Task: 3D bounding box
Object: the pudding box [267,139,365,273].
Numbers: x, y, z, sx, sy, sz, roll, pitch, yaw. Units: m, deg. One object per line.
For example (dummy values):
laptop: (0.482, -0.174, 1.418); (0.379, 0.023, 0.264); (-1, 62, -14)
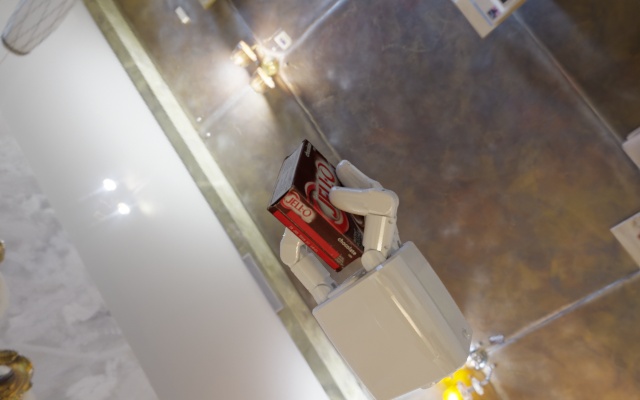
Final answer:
pudding box: (0.000, 0.002, 0.452); (0.039, 0.090, 0.113); (-39, 19, 19)
